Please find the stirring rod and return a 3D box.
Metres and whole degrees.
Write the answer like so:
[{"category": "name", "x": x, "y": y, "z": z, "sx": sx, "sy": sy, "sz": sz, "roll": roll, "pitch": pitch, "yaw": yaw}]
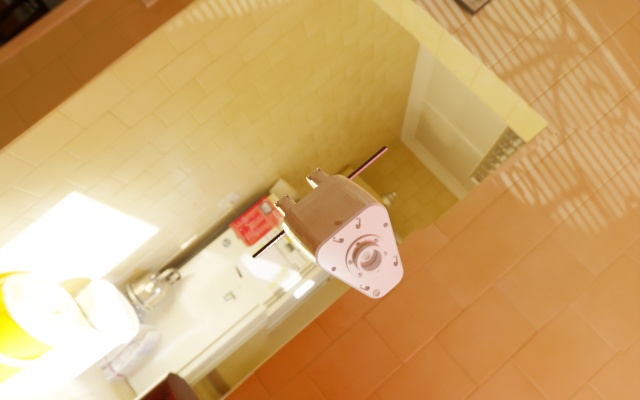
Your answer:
[{"category": "stirring rod", "x": 0.000, "y": 0.002, "z": 0.663, "sx": 0.239, "sy": 0.011, "sz": 0.011, "roll": -40, "pitch": 4, "yaw": -5}]
